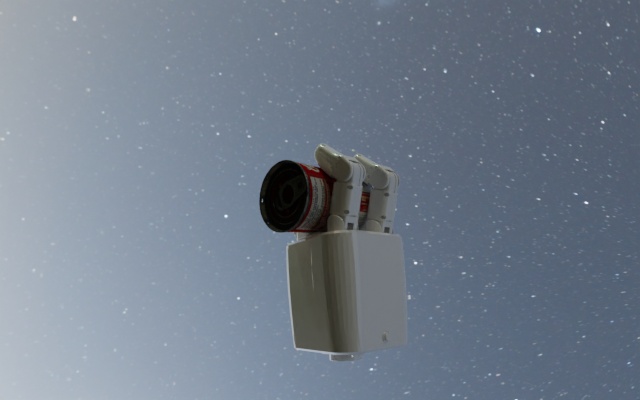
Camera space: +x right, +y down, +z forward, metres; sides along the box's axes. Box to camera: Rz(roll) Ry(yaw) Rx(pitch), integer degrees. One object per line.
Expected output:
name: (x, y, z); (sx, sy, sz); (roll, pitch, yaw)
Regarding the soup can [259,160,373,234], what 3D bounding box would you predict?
soup can: (0.000, 0.001, 0.476); (0.068, 0.068, 0.102); (0, -6, 45)
